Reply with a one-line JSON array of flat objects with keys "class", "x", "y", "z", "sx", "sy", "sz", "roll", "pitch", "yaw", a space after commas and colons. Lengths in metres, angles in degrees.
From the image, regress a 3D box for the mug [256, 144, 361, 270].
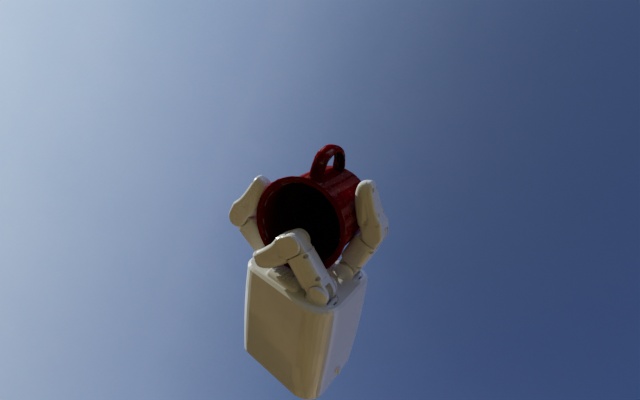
[{"class": "mug", "x": 0.000, "y": 0.000, "z": 0.462, "sx": 0.093, "sy": 0.117, "sz": 0.081, "roll": 19, "pitch": 24, "yaw": 21}]
